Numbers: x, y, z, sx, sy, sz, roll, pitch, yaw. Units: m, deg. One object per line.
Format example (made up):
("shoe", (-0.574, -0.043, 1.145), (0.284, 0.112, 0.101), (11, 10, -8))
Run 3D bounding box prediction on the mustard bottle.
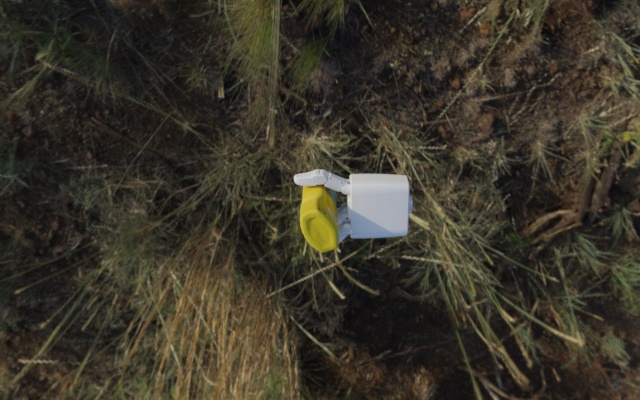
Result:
("mustard bottle", (0.000, 0.003, 0.895), (0.058, 0.096, 0.191), (-22, 31, 15))
